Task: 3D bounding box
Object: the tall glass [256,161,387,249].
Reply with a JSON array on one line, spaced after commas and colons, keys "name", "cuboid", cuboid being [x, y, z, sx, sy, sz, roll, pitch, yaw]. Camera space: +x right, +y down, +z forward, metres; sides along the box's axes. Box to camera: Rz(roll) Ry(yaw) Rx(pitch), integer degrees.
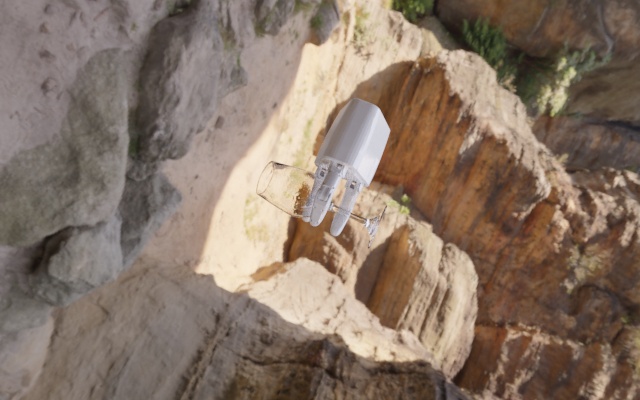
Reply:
[{"name": "tall glass", "cuboid": [0.001, 0.003, 0.763, 0.201, 0.079, 0.079, 23, 3, 8]}]
